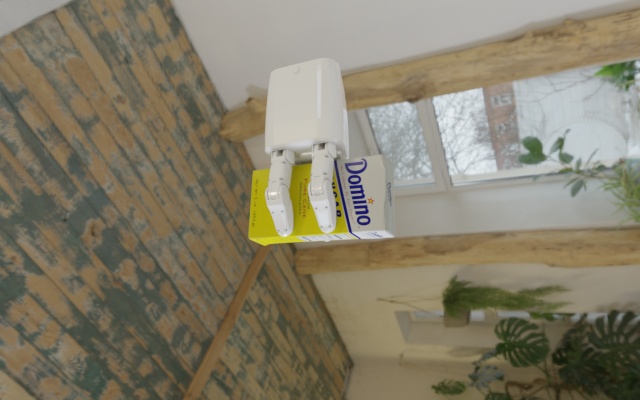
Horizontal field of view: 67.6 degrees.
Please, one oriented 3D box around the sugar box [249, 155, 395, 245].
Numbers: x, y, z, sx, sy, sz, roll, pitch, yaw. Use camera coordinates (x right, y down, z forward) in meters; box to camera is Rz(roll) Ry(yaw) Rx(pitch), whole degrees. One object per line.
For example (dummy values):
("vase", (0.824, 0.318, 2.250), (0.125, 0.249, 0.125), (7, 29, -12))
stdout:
("sugar box", (0.000, 0.002, 0.581), (0.176, 0.093, 0.048), (-7, -18, 25))
